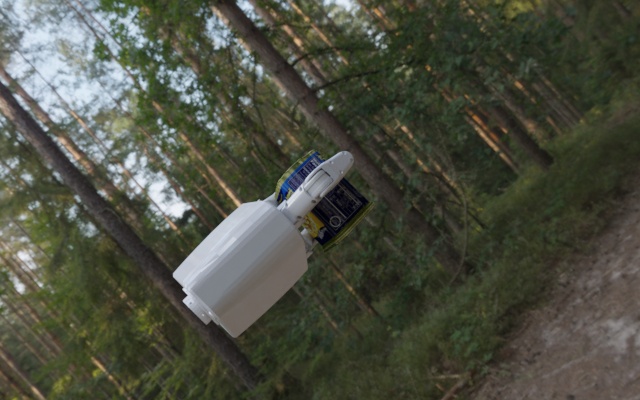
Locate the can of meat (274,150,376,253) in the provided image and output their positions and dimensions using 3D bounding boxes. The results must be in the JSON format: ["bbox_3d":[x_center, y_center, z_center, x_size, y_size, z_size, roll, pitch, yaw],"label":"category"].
[{"bbox_3d":[0.000,0.001,0.497,0.057,0.084,0.102,-45,-2,-15],"label":"can of meat"}]
